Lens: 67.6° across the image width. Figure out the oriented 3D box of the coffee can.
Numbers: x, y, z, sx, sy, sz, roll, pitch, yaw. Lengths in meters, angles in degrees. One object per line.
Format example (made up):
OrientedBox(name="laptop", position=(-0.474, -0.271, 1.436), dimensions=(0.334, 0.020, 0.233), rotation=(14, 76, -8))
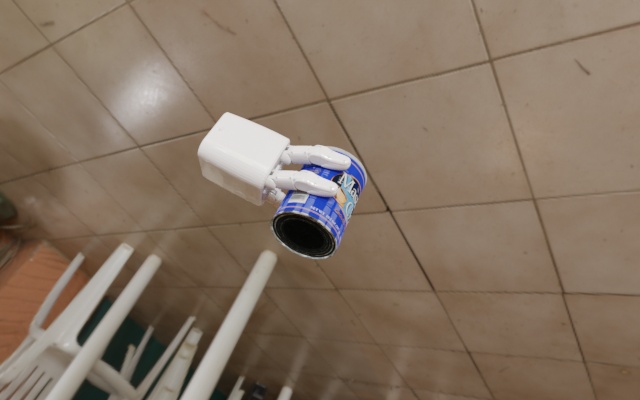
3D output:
OrientedBox(name="coffee can", position=(0.000, 0.002, 0.717), dimensions=(0.103, 0.140, 0.103), rotation=(16, -39, 13))
